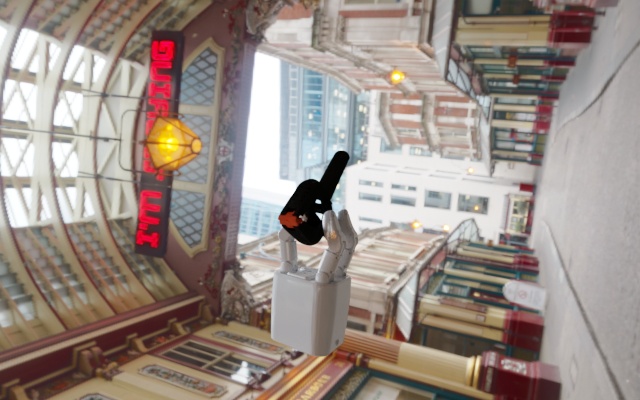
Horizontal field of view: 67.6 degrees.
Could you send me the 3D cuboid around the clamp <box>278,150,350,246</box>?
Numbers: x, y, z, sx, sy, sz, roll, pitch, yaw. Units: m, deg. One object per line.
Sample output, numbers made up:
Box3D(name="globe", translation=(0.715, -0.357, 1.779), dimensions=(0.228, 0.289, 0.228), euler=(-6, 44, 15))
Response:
Box3D(name="clamp", translation=(-0.001, 0.003, 0.705), dimensions=(0.036, 0.164, 0.210), euler=(3, 2, 24))
